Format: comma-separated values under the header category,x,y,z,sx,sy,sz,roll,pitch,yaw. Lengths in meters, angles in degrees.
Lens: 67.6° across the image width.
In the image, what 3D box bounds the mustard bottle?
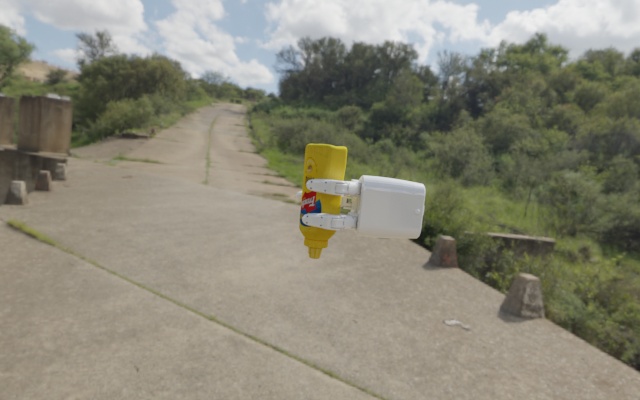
category,x,y,z,sx,sy,sz,roll,pitch,yaw
mustard bottle,0.000,0.002,0.803,0.058,0.191,0.096,3,5,-29
